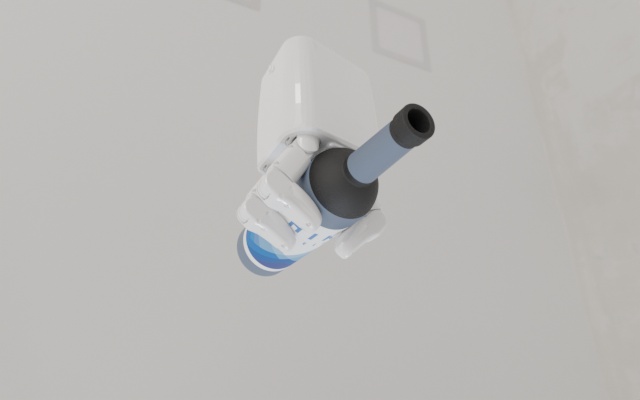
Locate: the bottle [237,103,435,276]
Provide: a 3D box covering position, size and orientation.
[{"bbox_3d":[0.000,0.002,0.438,0.069,0.069,0.296,0,-22,-29],"label":"bottle"}]
